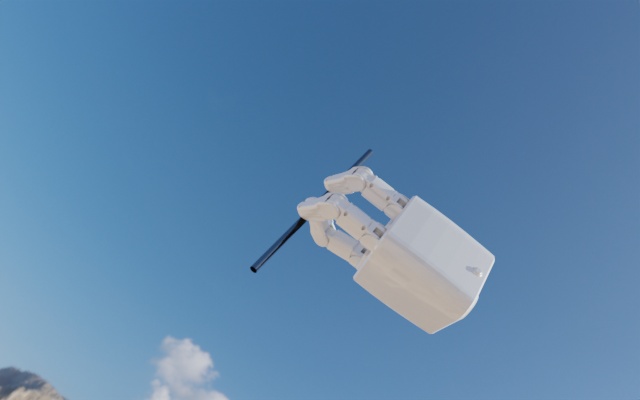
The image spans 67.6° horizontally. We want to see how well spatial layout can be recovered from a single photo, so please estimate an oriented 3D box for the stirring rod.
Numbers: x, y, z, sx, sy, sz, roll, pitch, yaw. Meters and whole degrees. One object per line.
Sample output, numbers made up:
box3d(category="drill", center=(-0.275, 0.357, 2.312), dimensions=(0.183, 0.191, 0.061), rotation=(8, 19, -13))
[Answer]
box3d(category="stirring rod", center=(0.000, 0.002, 0.532), dimensions=(0.011, 0.011, 0.239), rotation=(0, 32, 39))
